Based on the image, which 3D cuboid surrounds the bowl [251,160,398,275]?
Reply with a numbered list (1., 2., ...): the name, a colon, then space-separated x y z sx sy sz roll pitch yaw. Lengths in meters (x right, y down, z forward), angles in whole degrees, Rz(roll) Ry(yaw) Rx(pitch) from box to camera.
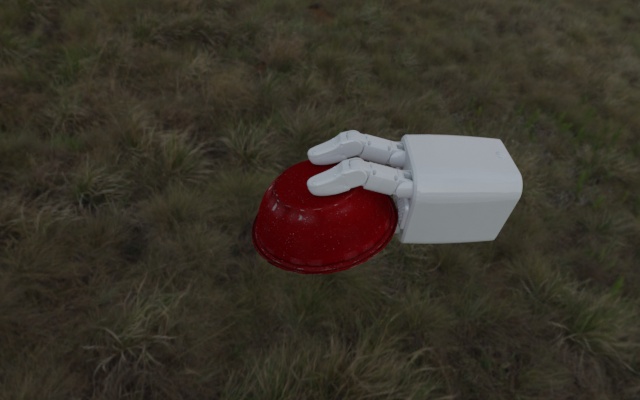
1. bowl: -0.001 0.002 0.507 0.162 0.055 0.162 -7 38 5
